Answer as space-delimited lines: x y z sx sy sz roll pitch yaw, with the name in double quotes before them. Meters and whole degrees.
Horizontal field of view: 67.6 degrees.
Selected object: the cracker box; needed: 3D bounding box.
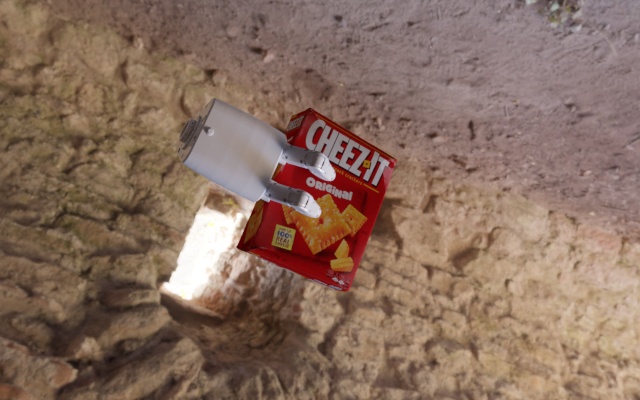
"cracker box" 0.000 0.002 0.684 0.164 0.213 0.072 27 -13 -23
